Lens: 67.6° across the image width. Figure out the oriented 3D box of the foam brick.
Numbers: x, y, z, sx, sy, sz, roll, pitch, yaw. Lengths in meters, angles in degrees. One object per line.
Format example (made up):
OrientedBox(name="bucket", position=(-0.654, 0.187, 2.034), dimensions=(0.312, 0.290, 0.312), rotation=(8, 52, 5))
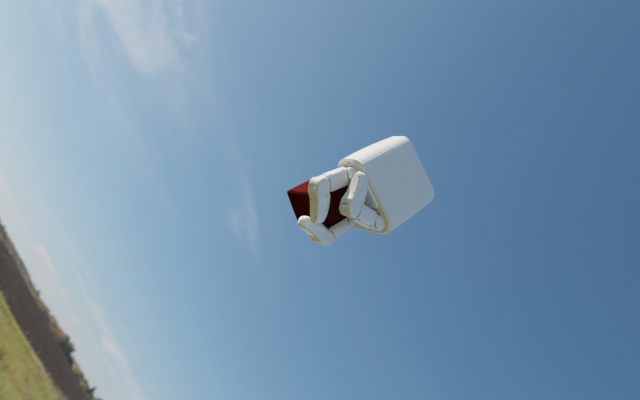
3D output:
OrientedBox(name="foam brick", position=(0.000, 0.002, 0.681), dimensions=(0.051, 0.053, 0.078), rotation=(-30, 22, -32))
